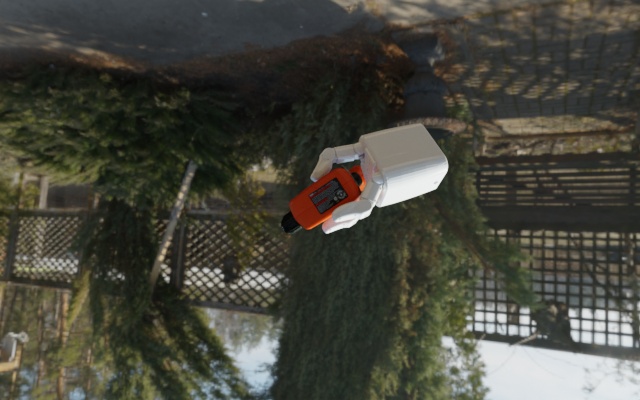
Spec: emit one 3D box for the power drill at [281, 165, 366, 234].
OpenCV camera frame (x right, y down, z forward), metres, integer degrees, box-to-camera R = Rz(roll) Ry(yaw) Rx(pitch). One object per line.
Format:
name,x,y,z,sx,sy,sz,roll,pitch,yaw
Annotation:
power drill,0.000,0.003,0.797,0.184,0.057,0.187,-36,0,5
